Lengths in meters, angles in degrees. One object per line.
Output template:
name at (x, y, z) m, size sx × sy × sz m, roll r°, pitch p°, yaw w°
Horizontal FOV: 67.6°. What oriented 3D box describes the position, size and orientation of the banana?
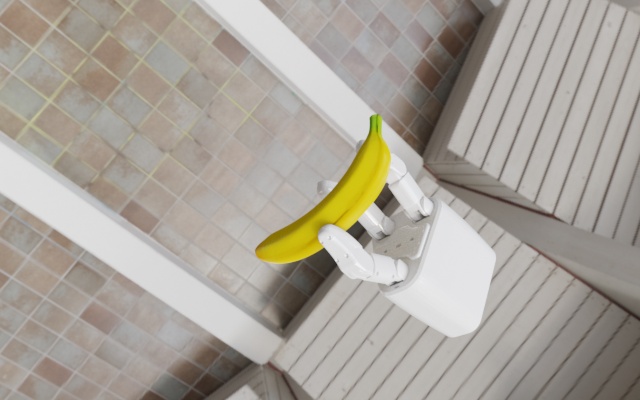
banana at (0.006, 0.009, 0.465) m, size 0.037 × 0.198 × 0.069 m, roll 34°, pitch 21°, yaw -28°
